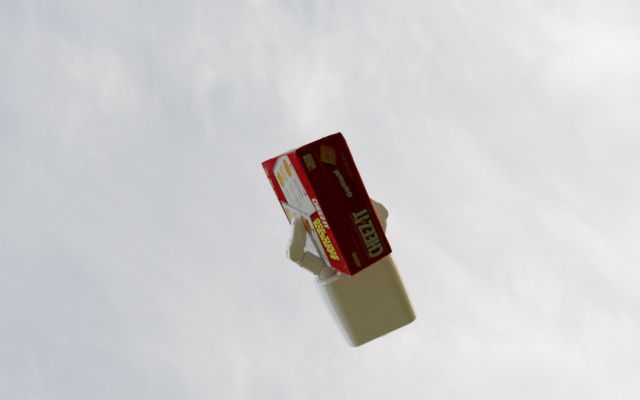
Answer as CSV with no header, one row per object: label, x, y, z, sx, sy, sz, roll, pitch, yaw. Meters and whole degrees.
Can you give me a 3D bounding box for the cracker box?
cracker box,0.000,0.002,0.658,0.072,0.164,0.213,-27,8,-16
